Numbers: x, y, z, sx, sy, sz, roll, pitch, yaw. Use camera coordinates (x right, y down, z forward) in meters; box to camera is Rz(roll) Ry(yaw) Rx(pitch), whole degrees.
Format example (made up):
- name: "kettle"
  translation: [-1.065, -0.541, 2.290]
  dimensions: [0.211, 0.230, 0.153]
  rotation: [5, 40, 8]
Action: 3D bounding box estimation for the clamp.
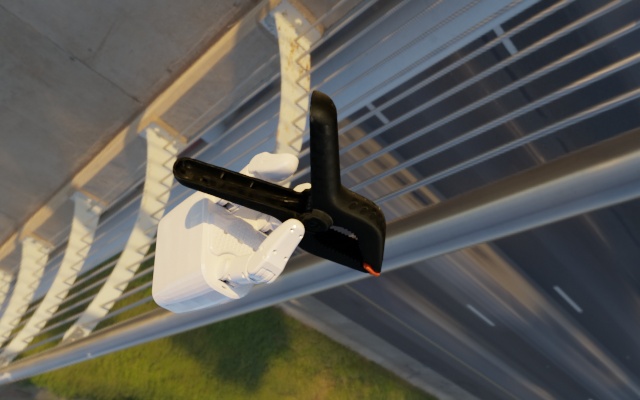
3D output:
- name: "clamp"
  translation: [0.000, 0.002, 0.408]
  dimensions: [0.164, 0.036, 0.210]
  rotation: [-24, -50, 40]
